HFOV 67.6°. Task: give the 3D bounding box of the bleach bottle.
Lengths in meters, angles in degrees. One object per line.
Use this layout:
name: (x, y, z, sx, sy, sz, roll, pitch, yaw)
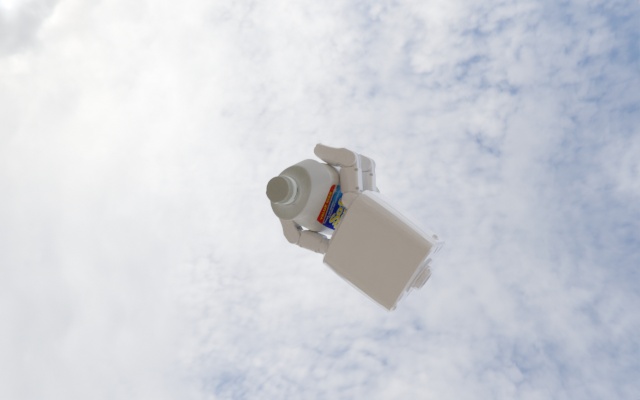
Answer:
bleach bottle: (0.000, 0.002, 0.618, 0.068, 0.102, 0.251, 36, 11, 21)
